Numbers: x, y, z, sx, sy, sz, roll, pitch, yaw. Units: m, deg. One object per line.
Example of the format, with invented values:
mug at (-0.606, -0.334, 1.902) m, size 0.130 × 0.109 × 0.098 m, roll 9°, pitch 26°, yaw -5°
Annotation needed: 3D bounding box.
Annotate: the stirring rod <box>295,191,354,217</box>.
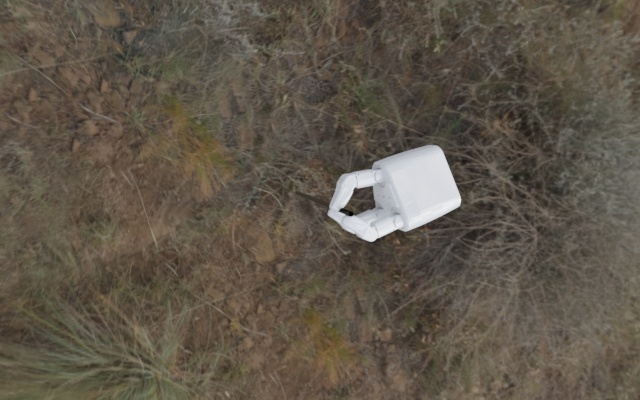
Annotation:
stirring rod at (0.000, 0.003, 0.797) m, size 0.011 × 0.011 × 0.239 m, roll 0°, pitch 8°, yaw -22°
